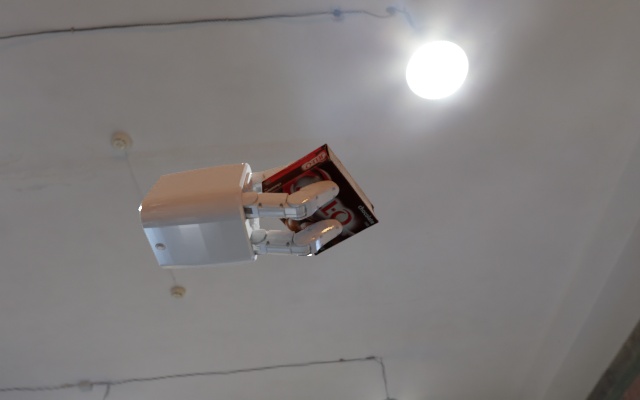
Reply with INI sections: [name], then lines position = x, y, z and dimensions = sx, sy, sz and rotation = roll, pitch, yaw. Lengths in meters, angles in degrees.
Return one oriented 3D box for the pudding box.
[pudding box]
position = 0.000, 0.002, 0.547
dimensions = 0.090, 0.039, 0.113
rotation = -29, -52, 17
